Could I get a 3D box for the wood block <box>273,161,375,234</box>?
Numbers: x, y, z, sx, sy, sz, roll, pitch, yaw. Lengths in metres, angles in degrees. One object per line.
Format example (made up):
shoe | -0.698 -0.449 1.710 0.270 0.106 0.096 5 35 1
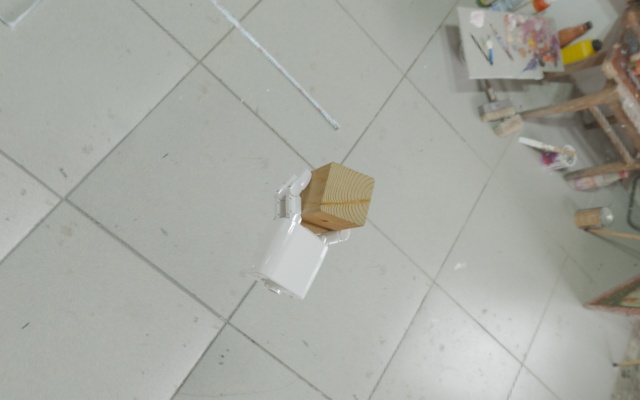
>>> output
wood block | 0.000 0.003 0.884 0.091 0.090 0.206 21 -17 -23
